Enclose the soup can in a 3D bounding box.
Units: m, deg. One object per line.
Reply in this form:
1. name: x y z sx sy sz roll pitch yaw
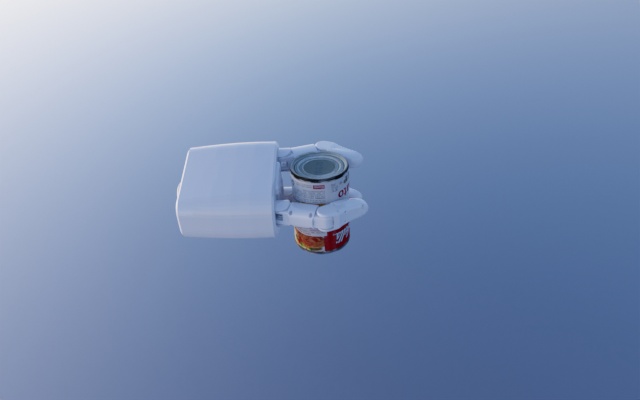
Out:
1. soup can: 0.001 0.002 0.554 0.068 0.102 0.068 -2 34 1
